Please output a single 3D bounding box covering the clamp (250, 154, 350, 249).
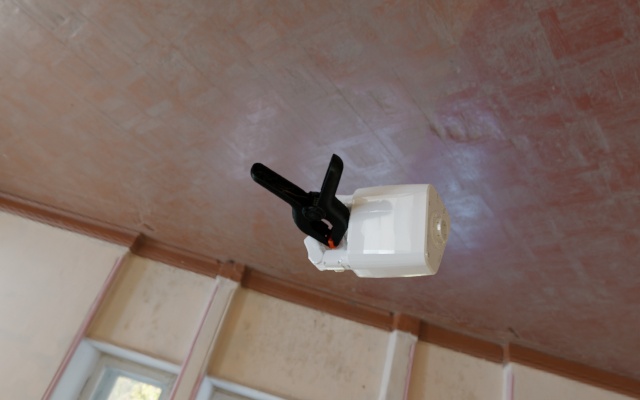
[{"bbox_3d":[0.000,0.003,0.619,0.120,0.039,0.171,-6,-39,33],"label":"clamp"}]
